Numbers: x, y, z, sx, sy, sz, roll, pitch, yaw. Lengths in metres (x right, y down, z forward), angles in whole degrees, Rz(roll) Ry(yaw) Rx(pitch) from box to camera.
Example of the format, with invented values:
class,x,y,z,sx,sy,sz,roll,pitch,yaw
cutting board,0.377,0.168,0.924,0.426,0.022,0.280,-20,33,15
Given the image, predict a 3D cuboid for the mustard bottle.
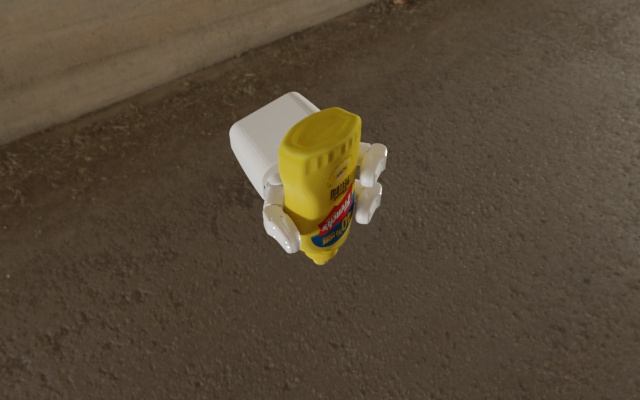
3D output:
class,x,y,z,sx,sy,sz,roll,pitch,yaw
mustard bottle,0.000,0.002,0.520,0.058,0.192,0.096,27,49,26
